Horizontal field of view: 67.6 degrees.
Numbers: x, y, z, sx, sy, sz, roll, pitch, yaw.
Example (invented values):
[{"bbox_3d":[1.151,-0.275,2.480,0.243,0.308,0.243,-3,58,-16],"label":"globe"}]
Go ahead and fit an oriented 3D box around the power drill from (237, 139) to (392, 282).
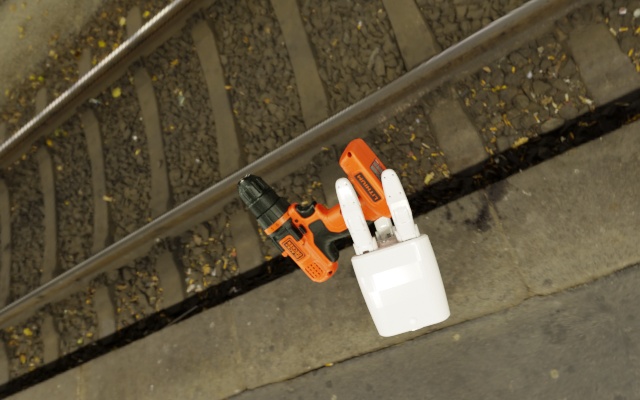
[{"bbox_3d":[0.001,0.002,0.632,0.188,0.184,0.057,-36,11,31],"label":"power drill"}]
